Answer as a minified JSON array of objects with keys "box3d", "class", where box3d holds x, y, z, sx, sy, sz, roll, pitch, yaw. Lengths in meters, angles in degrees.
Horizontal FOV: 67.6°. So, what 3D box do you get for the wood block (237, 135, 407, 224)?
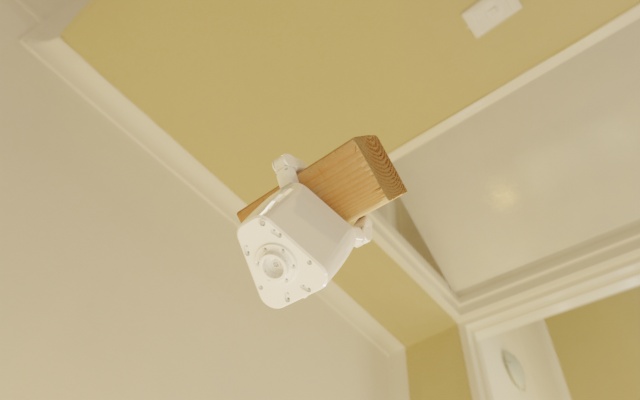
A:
[{"box3d":[0.000,0.002,0.654,0.206,0.091,0.090,-30,-5,27],"class":"wood block"}]
